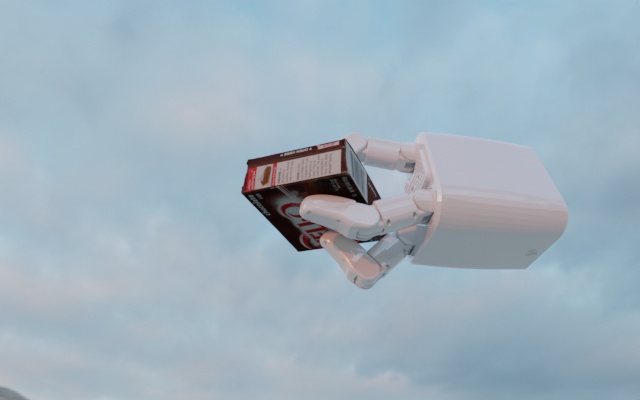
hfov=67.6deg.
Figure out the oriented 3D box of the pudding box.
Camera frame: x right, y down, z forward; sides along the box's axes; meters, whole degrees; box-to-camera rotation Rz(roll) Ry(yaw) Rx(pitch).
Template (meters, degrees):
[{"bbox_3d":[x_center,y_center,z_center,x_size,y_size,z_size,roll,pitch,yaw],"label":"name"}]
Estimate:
[{"bbox_3d":[0.000,0.001,0.407,0.090,0.039,0.114,-11,-37,20],"label":"pudding box"}]
